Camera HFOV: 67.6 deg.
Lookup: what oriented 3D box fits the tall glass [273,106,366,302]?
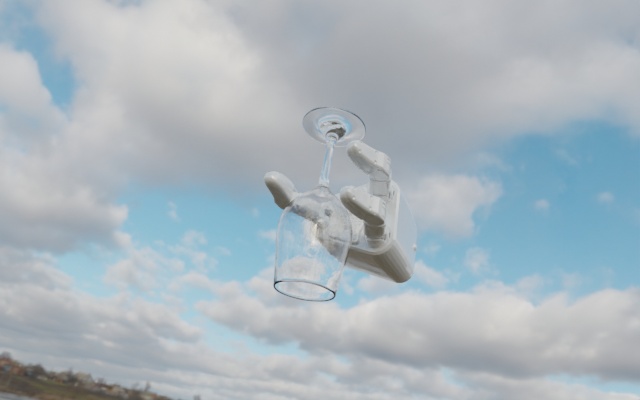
[{"bbox_3d":[0.000,0.001,0.508,0.079,0.201,0.079,8,-28,4],"label":"tall glass"}]
